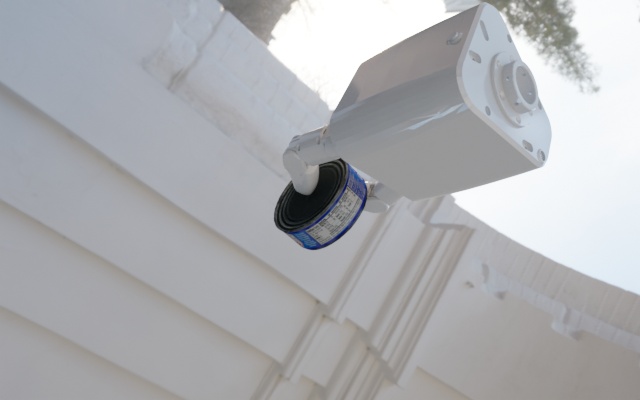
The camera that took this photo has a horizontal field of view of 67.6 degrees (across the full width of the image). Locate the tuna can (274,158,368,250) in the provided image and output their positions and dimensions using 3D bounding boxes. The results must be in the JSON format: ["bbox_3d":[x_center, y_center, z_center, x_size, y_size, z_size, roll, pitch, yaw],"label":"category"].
[{"bbox_3d":[0.000,0.002,0.431,0.034,0.086,0.086,43,-24,-29],"label":"tuna can"}]
